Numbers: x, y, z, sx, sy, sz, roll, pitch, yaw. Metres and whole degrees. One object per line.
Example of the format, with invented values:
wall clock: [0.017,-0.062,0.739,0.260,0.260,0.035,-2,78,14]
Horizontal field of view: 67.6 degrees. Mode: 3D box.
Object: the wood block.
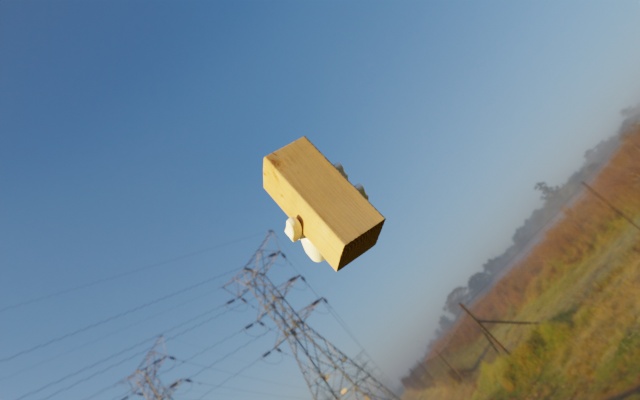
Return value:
wood block: [0.000,0.003,0.798,0.091,0.206,0.090,-32,-25,-25]
